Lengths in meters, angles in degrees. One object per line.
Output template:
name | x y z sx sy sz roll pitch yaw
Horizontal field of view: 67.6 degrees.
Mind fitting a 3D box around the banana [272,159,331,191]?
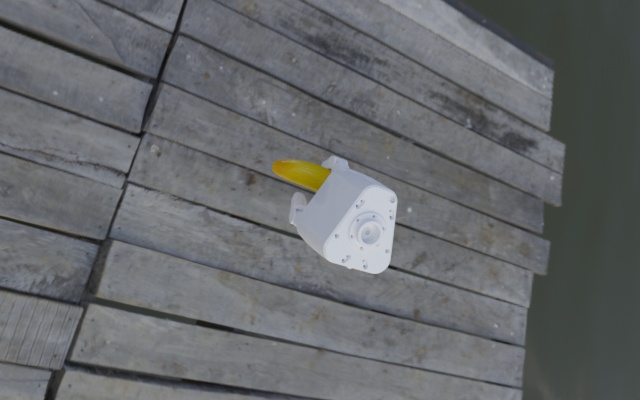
banana | 0.016 -0.007 0.713 0.069 0.198 0.037 -38 29 15
